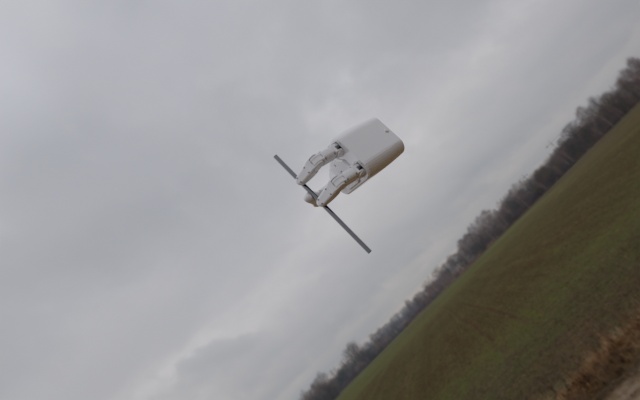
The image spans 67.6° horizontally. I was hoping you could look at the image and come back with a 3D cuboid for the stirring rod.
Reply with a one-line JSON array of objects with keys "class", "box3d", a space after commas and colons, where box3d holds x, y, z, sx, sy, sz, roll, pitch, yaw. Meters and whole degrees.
[{"class": "stirring rod", "box3d": [0.000, 0.003, 0.815, 0.239, 0.011, 0.011, 45, 17, 17]}]
